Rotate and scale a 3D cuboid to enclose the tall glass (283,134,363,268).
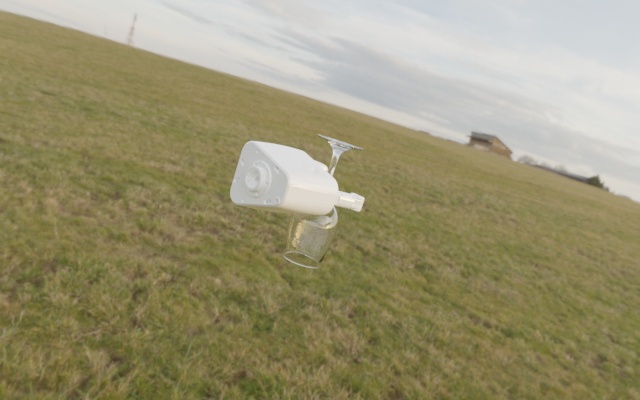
[{"bbox_3d":[0.000,0.002,0.752,0.079,0.201,0.079,18,8,-3],"label":"tall glass"}]
